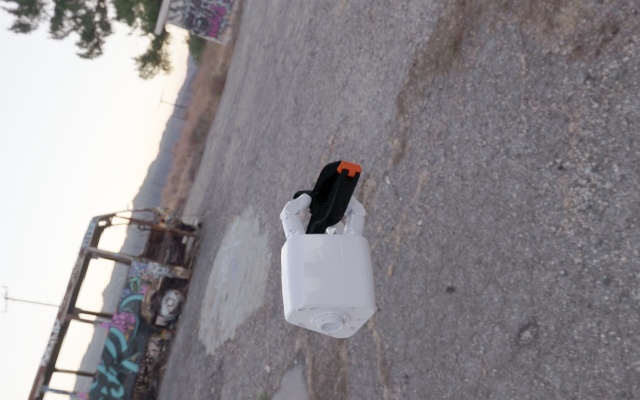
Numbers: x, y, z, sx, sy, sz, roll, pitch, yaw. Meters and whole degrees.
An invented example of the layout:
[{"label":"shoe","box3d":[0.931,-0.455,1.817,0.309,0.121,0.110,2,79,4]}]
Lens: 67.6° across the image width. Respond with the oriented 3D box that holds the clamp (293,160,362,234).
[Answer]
[{"label":"clamp","box3d":[0.000,0.002,0.717,0.036,0.164,0.210,11,-44,-20]}]
